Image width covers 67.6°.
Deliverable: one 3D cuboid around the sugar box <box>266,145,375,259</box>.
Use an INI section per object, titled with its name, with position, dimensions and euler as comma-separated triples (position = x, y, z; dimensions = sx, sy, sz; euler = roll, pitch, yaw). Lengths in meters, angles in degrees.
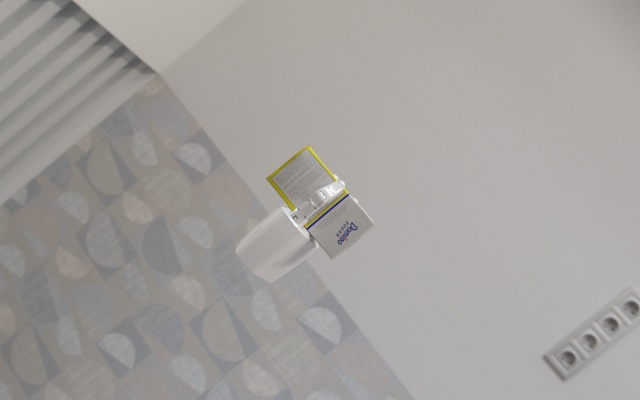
[sugar box]
position = 0.000, 0.003, 0.798
dimensions = 0.093, 0.176, 0.048
euler = -39, -11, 1
